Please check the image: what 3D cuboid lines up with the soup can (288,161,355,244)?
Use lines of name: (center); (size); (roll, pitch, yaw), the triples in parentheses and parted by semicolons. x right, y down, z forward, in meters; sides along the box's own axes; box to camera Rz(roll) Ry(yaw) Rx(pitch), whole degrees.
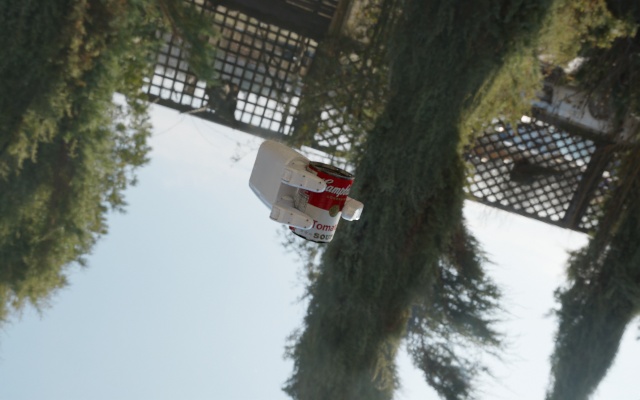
soup can: (0.000, 0.003, 0.682); (0.068, 0.102, 0.068); (18, 13, -4)
